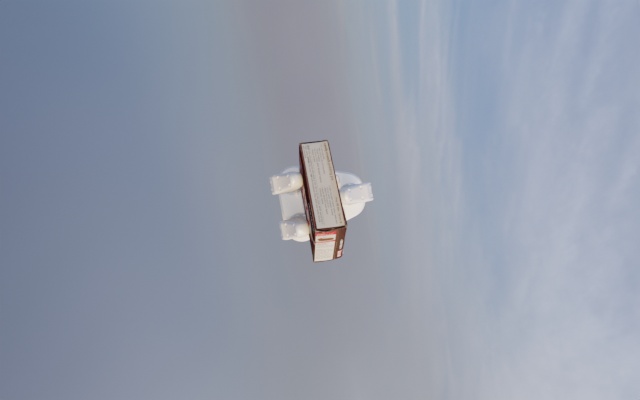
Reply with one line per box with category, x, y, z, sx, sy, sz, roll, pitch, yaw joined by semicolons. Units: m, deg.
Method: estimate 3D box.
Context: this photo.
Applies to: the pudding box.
pudding box;0.000;0.002;0.544;0.039;0.113;0.090;-10;-27;-6
